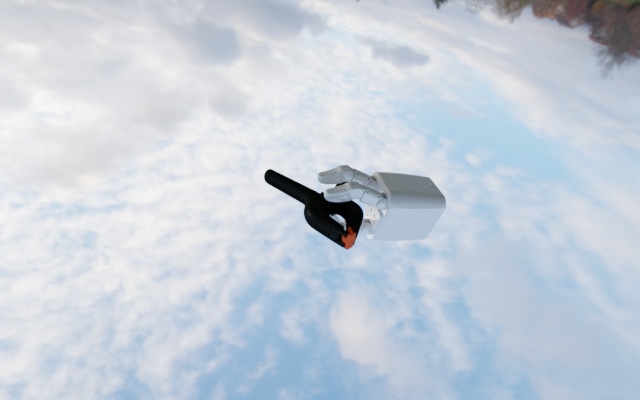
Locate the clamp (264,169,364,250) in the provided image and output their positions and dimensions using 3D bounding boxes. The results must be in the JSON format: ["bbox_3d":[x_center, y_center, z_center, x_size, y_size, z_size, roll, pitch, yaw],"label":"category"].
[{"bbox_3d":[0.000,0.003,0.767,0.164,0.036,0.209,0,33,-15],"label":"clamp"}]
